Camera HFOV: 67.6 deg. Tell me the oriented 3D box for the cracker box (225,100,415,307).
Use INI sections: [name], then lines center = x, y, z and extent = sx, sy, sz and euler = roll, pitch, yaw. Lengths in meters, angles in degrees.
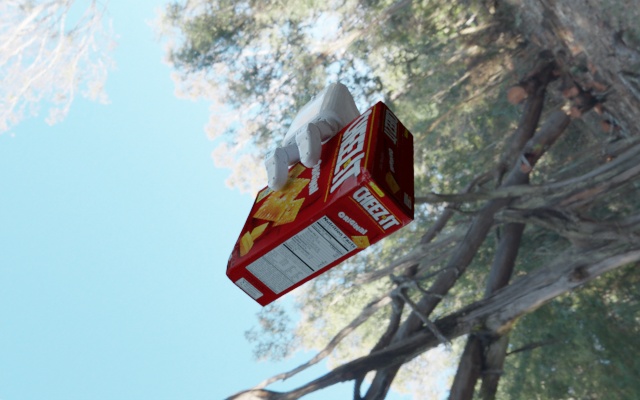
[cracker box]
center = 0.000, 0.002, 0.539
extent = 0.214, 0.072, 0.164
euler = -35, 24, 30
